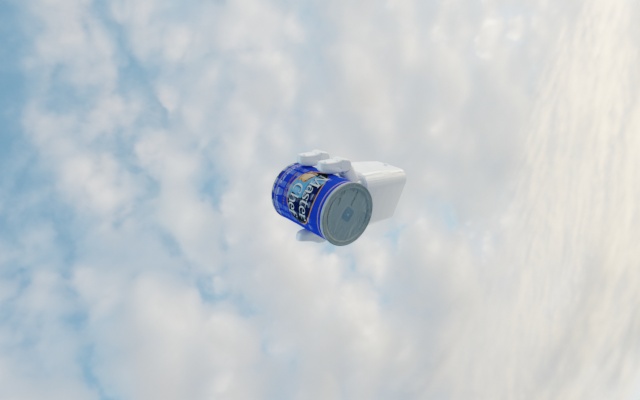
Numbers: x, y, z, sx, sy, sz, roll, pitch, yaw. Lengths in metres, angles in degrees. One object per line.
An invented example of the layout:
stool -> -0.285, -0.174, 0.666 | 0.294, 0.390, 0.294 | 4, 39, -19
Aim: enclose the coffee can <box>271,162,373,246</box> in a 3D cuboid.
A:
coffee can -> 0.000, 0.003, 0.779 | 0.103, 0.103, 0.140 | 0, 16, -40
